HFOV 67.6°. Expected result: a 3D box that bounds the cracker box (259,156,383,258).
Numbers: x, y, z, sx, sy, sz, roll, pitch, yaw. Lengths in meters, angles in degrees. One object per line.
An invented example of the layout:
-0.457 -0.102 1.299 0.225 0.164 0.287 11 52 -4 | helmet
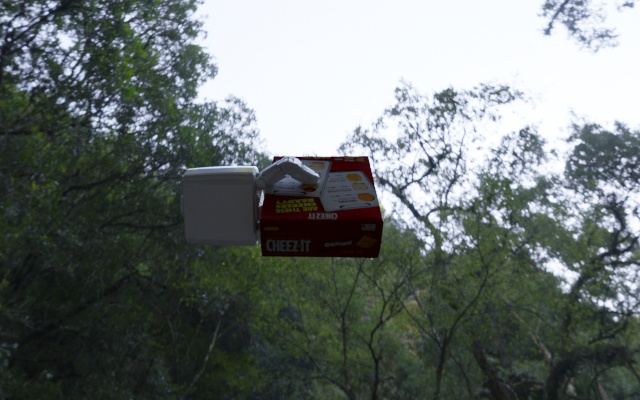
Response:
0.000 0.002 0.726 0.164 0.072 0.213 0 29 0 | cracker box
